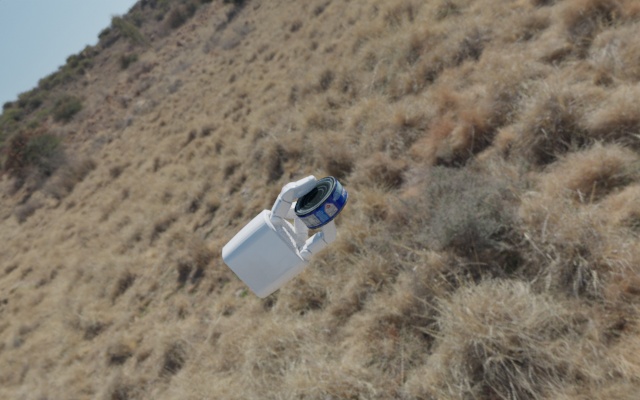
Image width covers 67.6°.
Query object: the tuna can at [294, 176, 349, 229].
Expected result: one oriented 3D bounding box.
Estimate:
[{"bbox_3d":[0.000,0.002,0.754,0.034,0.086,0.086,48,-24,-24],"label":"tuna can"}]
